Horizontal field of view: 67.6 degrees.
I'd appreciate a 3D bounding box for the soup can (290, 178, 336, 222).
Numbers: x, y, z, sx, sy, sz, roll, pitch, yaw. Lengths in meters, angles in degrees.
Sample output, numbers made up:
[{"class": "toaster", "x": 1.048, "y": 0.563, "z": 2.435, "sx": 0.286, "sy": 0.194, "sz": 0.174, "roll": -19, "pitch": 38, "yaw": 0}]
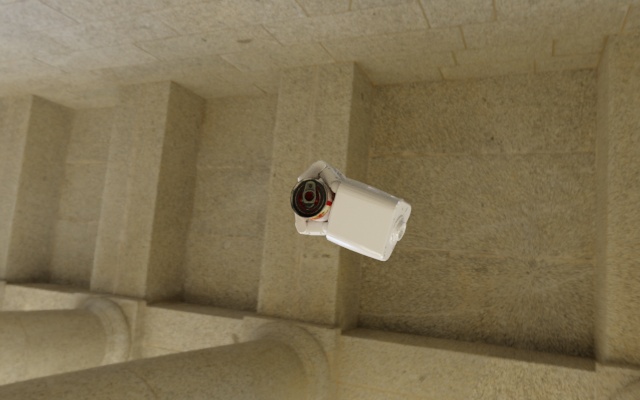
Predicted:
[{"class": "soup can", "x": 0.000, "y": 0.003, "z": 0.832, "sx": 0.068, "sy": 0.068, "sz": 0.102, "roll": 0, "pitch": -8, "yaw": 24}]
